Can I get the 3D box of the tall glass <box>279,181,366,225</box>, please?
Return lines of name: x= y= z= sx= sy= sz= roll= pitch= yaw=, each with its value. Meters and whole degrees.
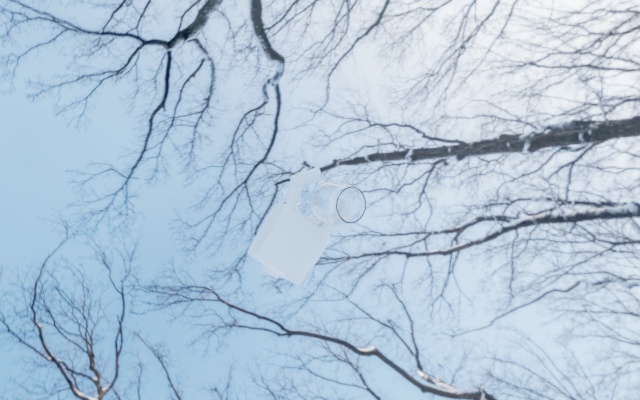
tall glass: x=0.000 y=0.003 z=0.880 sx=0.079 sy=0.079 sz=0.201 roll=0 pitch=2 yaw=-32
